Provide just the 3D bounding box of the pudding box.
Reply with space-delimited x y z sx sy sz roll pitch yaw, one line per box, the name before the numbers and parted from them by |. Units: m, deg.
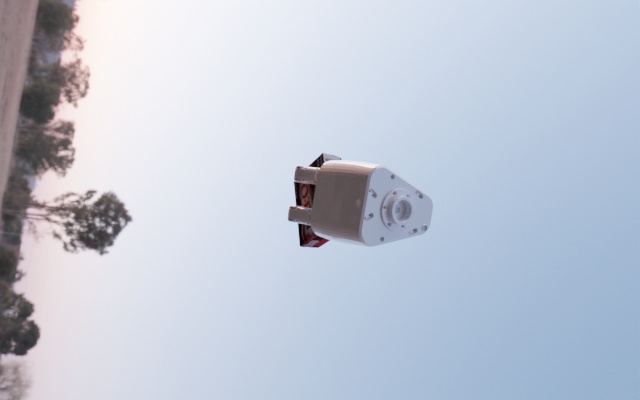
pudding box | 0.000 0.002 0.688 0.039 0.113 0.090 10 -29 -30
